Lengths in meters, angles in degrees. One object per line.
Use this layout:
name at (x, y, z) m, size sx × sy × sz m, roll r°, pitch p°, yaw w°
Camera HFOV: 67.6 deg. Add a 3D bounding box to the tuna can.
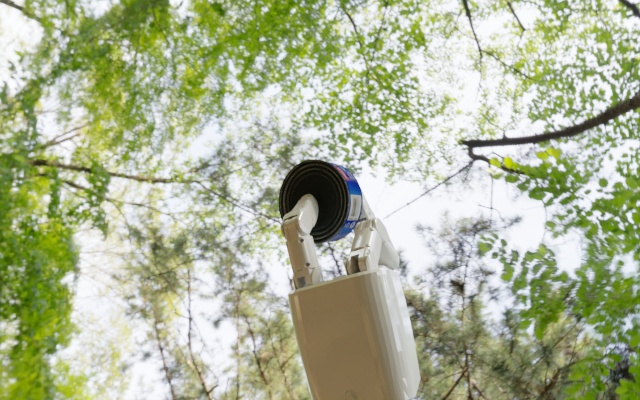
tuna can at (0.000, 0.002, 0.494) m, size 0.086 × 0.086 × 0.034 m, roll 0°, pitch -2°, yaw 33°
